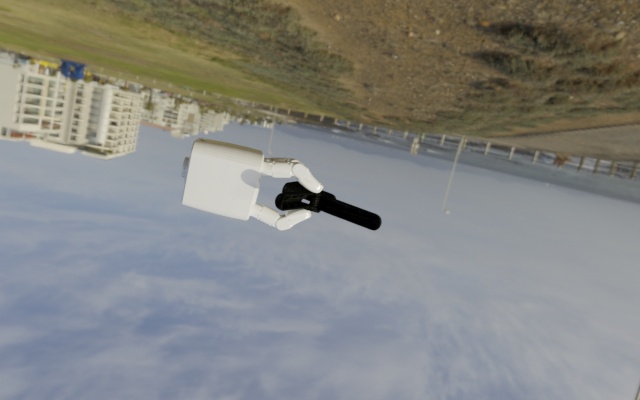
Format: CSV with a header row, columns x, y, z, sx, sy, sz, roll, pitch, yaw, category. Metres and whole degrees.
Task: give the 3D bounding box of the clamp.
x,y,z,sx,sy,sz,roll,pitch,yaw,category
0.000,0.003,0.774,0.164,0.036,0.210,15,7,-12,clamp
